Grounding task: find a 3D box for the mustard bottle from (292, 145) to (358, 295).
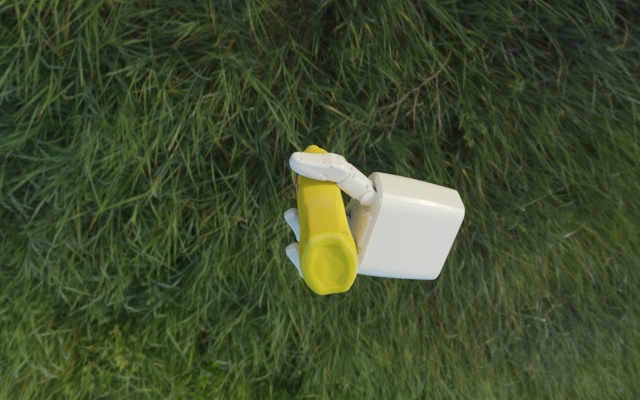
[{"bbox_3d":[0.000,0.002,0.534,0.058,0.096,0.191,-9,44,1],"label":"mustard bottle"}]
